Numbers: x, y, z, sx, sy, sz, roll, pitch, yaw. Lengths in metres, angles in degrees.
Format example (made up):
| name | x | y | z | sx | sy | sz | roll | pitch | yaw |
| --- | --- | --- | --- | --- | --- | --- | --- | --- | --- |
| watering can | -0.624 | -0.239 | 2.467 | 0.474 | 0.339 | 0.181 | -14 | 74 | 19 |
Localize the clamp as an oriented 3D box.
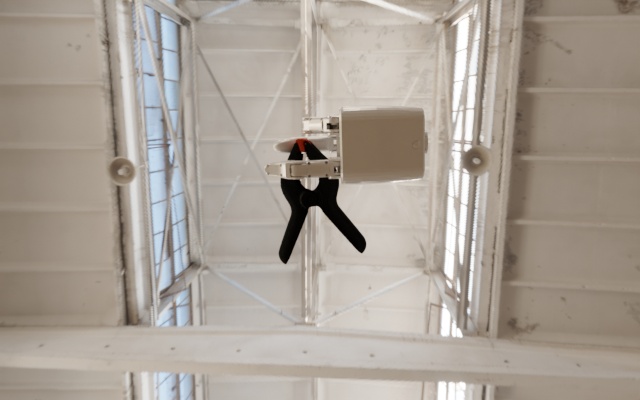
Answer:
| name | x | y | z | sx | sy | sz | roll | pitch | yaw |
| --- | --- | --- | --- | --- | --- | --- | --- | --- | --- |
| clamp | 0.000 | 0.002 | 0.641 | 0.120 | 0.171 | 0.039 | -2 | 10 | 2 |
